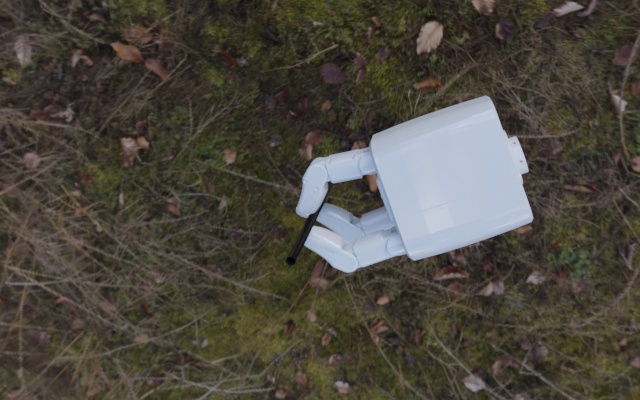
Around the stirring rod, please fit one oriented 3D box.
[{"bbox_3d":[0.000,0.001,0.487,0.011,0.011,0.239,0,23,12],"label":"stirring rod"}]
